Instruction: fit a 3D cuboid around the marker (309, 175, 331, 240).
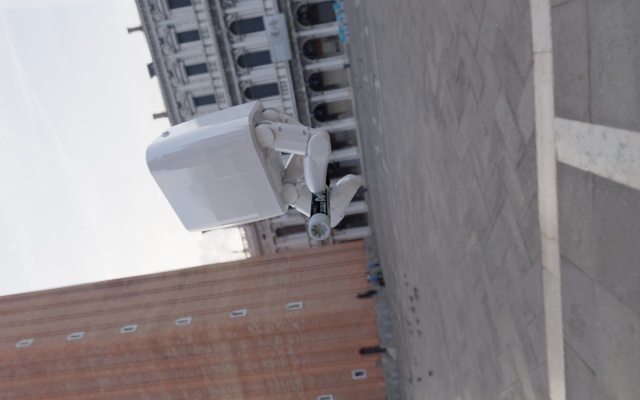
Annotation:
[{"bbox_3d":[0.000,0.001,0.455,0.020,0.020,0.121,0,23,1],"label":"marker"}]
